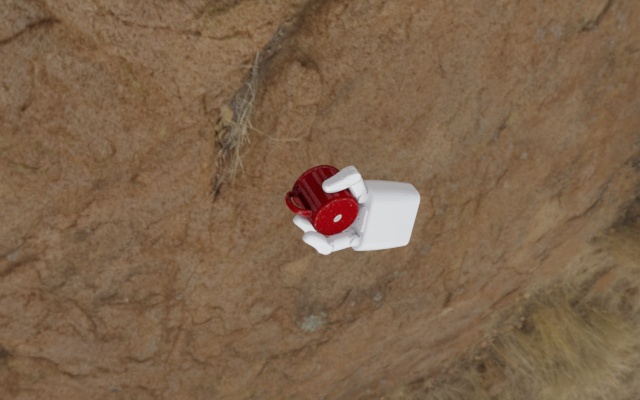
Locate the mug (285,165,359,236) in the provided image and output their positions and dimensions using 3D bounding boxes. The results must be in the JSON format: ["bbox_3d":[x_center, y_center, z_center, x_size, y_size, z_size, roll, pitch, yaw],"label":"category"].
[{"bbox_3d":[-0.001,0.003,0.772,0.117,0.093,0.081,0,38,-31],"label":"mug"}]
